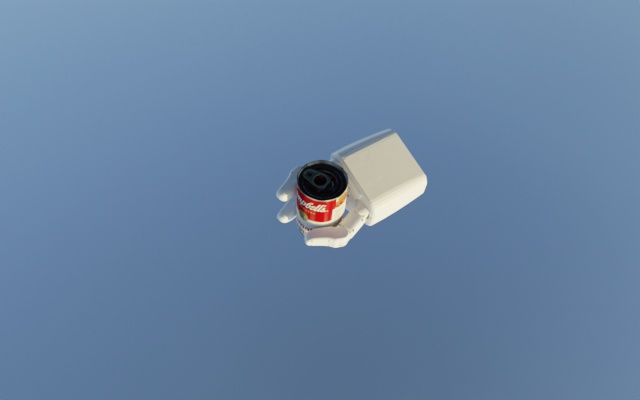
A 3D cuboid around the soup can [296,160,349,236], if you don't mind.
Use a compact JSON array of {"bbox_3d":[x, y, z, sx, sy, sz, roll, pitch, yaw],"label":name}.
[{"bbox_3d":[0.000,0.003,0.661,0.068,0.068,0.102,0,-35,-4],"label":"soup can"}]
